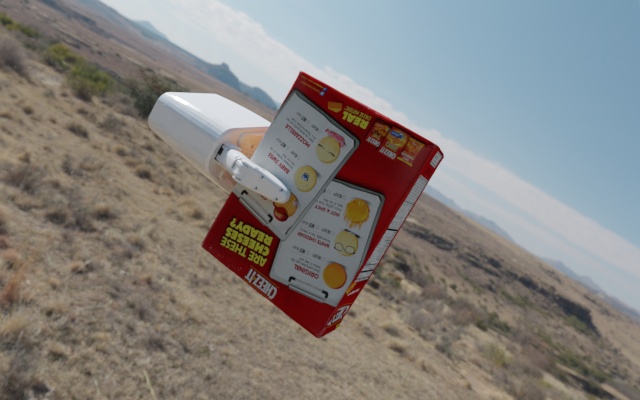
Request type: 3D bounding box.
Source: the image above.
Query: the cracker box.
[{"bbox_3d":[0.000,0.001,0.494,0.164,0.214,0.072,33,8,22],"label":"cracker box"}]
